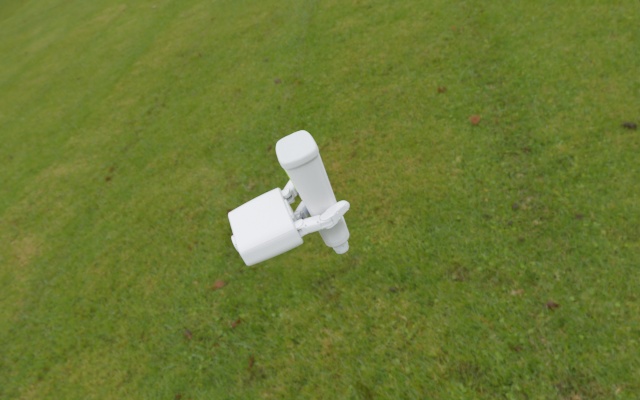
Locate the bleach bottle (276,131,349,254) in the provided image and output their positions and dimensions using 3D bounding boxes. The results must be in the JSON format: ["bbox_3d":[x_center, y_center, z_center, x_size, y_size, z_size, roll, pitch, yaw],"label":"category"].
[{"bbox_3d":[0.000,0.003,0.862,0.068,0.251,0.102,-24,32,1],"label":"bleach bottle"}]
